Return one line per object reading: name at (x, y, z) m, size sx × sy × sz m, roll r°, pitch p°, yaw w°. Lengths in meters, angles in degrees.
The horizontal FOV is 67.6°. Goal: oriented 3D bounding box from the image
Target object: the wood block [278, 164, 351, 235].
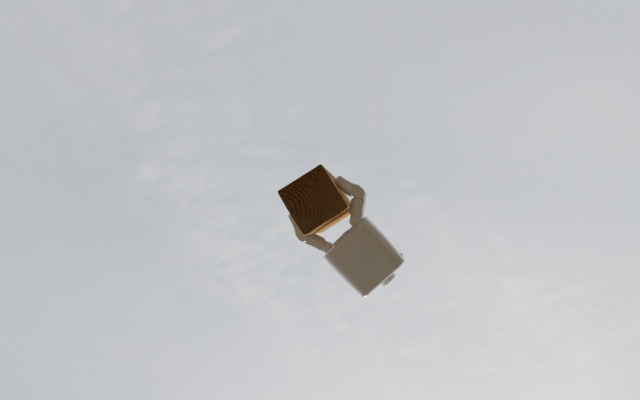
wood block at (0.000, 0.003, 0.892) m, size 0.091 × 0.090 × 0.206 m, roll -33°, pitch -7°, yaw 5°
